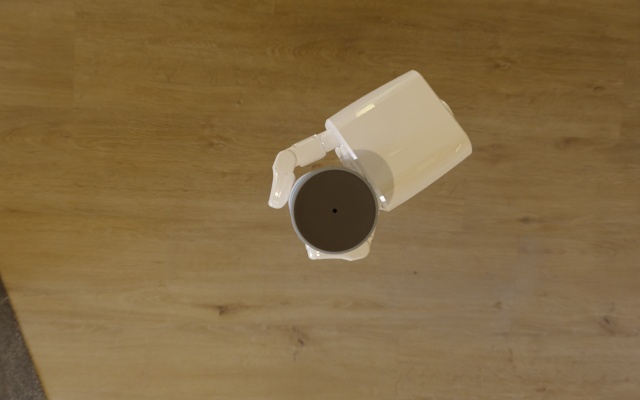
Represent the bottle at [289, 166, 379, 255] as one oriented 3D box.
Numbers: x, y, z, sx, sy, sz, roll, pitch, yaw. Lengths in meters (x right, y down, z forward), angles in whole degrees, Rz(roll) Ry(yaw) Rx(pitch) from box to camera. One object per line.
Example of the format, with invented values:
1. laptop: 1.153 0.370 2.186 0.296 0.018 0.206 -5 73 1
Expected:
1. bottle: 0.000 0.002 0.503 0.069 0.069 0.295 0 2 -4
